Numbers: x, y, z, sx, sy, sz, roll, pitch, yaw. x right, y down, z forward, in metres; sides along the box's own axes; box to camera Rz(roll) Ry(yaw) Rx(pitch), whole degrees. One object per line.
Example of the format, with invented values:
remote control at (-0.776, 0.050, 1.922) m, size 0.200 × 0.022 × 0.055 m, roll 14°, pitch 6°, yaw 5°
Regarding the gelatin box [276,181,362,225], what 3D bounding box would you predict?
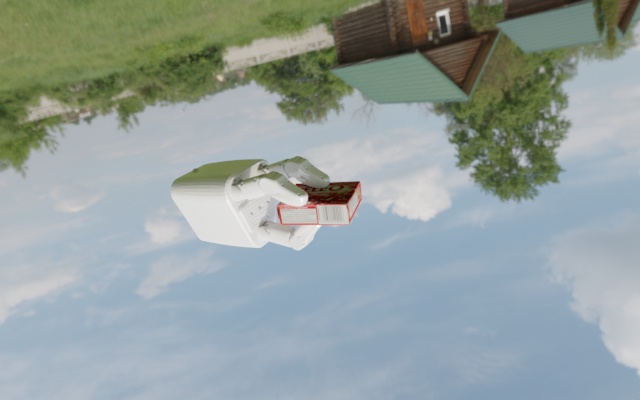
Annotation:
gelatin box at (0.000, 0.002, 0.587) m, size 0.089 × 0.030 × 0.073 m, roll -1°, pitch 23°, yaw 18°
